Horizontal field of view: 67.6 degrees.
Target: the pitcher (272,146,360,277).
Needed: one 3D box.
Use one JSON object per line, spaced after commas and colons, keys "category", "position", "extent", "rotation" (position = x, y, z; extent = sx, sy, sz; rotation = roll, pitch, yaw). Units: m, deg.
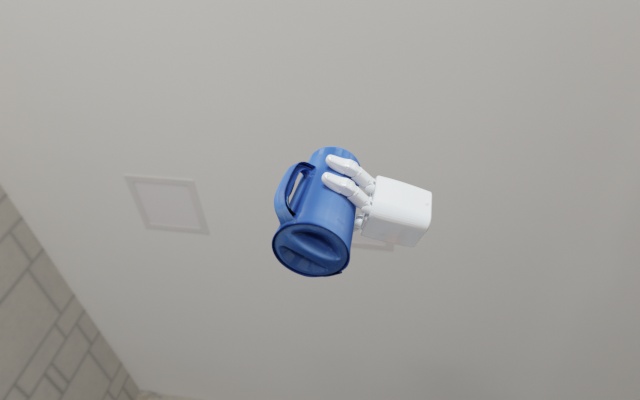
{"category": "pitcher", "position": [0.000, 0.003, 0.864], "extent": [0.145, 0.149, 0.242], "rotation": [15, 43, 1]}
